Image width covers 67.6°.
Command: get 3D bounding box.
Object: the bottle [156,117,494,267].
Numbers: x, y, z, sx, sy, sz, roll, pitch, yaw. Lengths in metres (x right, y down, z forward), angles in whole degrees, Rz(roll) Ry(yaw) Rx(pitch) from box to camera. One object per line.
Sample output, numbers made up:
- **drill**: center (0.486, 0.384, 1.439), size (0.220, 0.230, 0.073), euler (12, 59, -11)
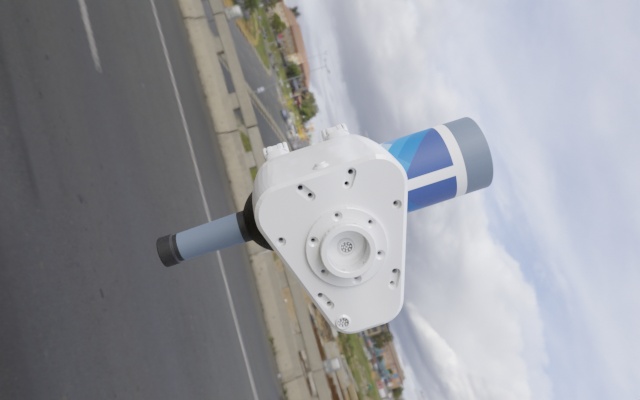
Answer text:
- **bottle**: center (0.000, 0.001, 0.427), size (0.296, 0.069, 0.069), euler (-18, 0, -1)
